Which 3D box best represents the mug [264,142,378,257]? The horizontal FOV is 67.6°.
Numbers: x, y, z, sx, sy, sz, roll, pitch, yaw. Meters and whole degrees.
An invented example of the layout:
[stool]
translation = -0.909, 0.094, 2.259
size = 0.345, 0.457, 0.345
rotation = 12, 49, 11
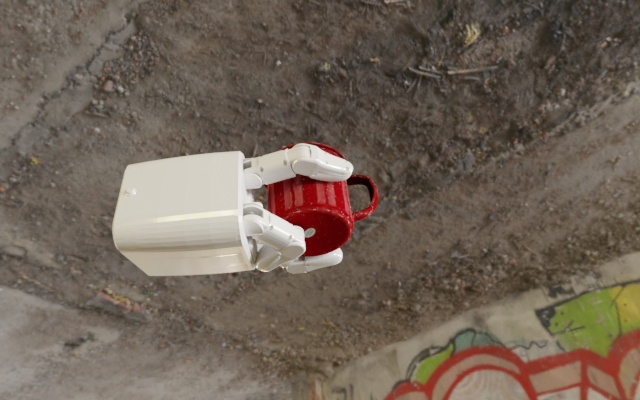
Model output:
[mug]
translation = 0.002, 0.002, 0.482
size = 0.117, 0.081, 0.093
rotation = -5, -40, -3
